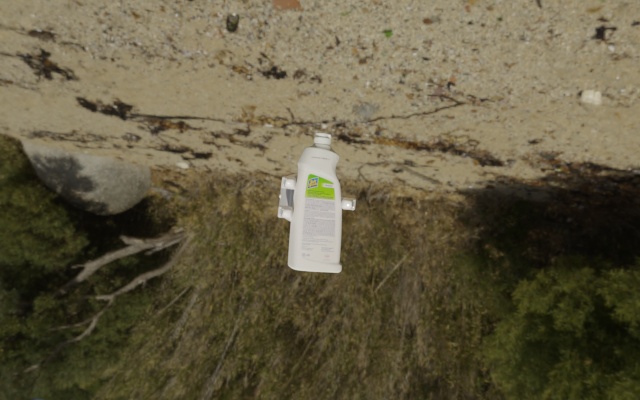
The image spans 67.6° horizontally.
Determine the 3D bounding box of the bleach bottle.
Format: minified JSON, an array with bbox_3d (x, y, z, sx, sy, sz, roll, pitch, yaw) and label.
[{"bbox_3d":[0.000,0.003,0.886,0.102,0.251,0.068,6,1,-18],"label":"bleach bottle"}]
